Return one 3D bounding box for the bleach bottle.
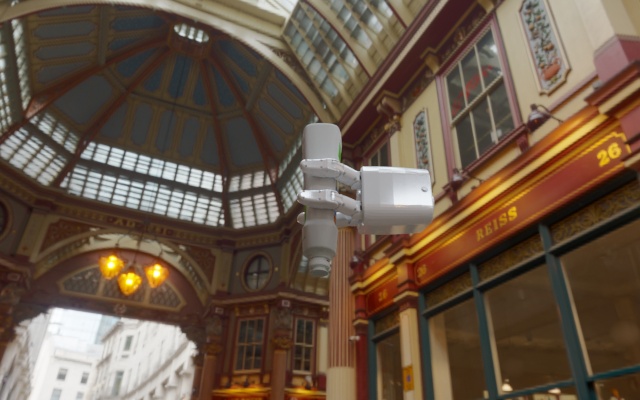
[{"bbox_3d":[0.000,0.002,0.760,0.068,0.250,0.103,1,-31,1],"label":"bleach bottle"}]
